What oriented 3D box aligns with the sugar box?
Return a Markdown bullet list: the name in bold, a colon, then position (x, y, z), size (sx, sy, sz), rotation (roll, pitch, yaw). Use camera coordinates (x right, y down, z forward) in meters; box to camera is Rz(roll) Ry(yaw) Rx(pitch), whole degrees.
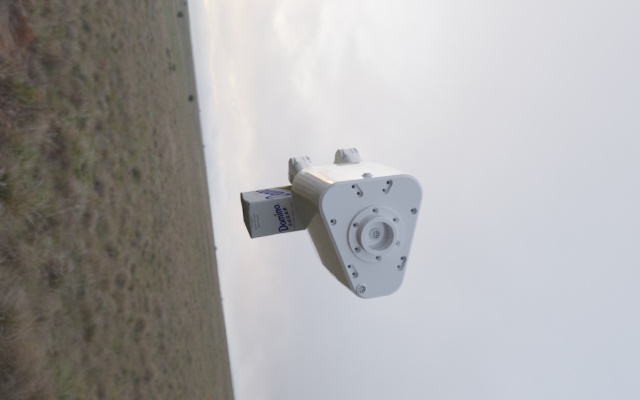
- **sugar box**: position (0.000, 0.001, 0.546), size (0.176, 0.048, 0.093), rotation (-6, 9, -13)
